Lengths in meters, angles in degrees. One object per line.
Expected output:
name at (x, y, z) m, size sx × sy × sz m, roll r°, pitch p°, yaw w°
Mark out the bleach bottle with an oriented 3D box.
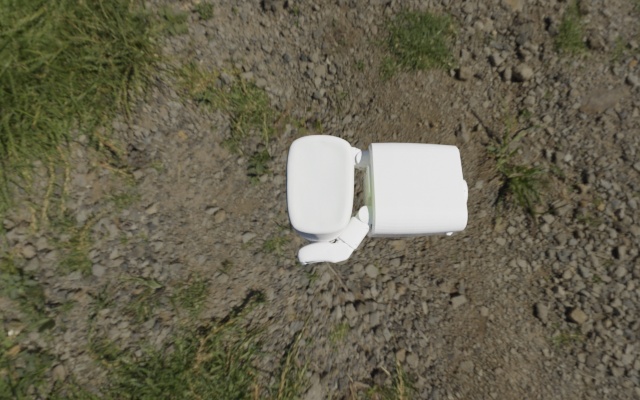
bleach bottle at (0.000, 0.002, 0.588) m, size 0.068 × 0.102 × 0.251 m, roll 1°, pitch -8°, yaw 1°
